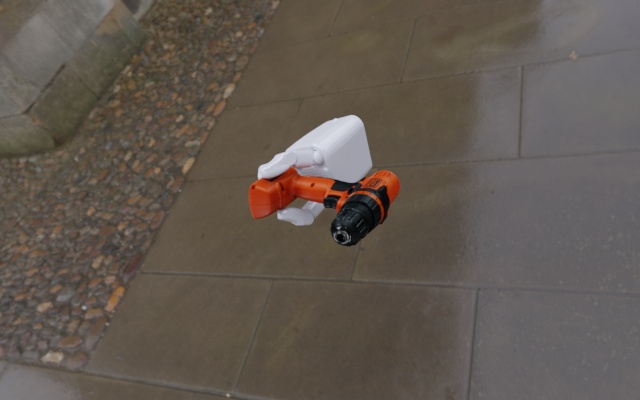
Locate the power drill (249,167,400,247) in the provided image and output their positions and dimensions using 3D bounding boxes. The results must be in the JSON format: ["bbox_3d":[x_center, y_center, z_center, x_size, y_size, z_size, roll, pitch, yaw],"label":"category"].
[{"bbox_3d":[0.000,0.002,0.653,0.187,0.057,0.184,8,24,24],"label":"power drill"}]
